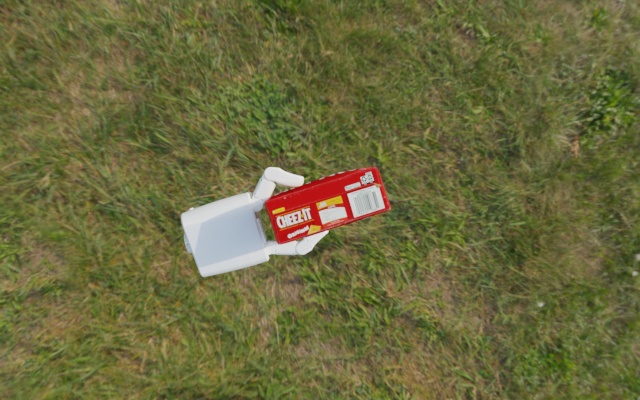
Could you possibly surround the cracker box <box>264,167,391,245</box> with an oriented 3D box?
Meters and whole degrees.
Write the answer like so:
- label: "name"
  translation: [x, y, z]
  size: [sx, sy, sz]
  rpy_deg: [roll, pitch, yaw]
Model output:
- label: "cracker box"
  translation: [0.000, 0.003, 0.745]
  size: [0.164, 0.072, 0.213]
  rpy_deg: [-18, 4, -4]
